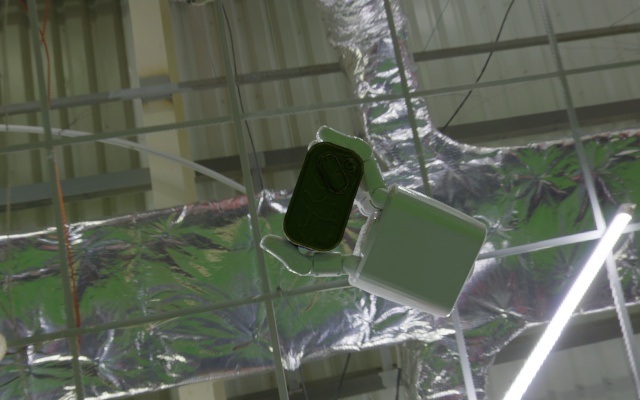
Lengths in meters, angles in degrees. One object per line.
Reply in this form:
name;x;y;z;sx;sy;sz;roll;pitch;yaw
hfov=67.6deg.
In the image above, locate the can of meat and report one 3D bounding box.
can of meat;0.000;0.002;0.484;0.057;0.102;0.084;19;-9;-2
